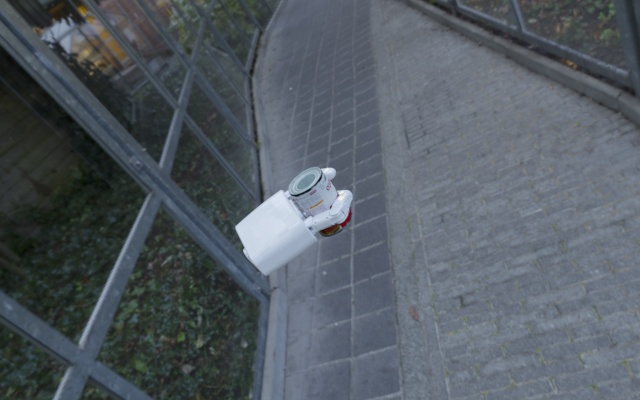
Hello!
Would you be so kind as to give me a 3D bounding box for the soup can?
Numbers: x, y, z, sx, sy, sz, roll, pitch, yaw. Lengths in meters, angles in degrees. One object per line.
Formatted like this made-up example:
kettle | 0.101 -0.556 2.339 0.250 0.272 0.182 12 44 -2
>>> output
soup can | 0.000 0.002 0.804 0.068 0.068 0.102 0 -44 47
